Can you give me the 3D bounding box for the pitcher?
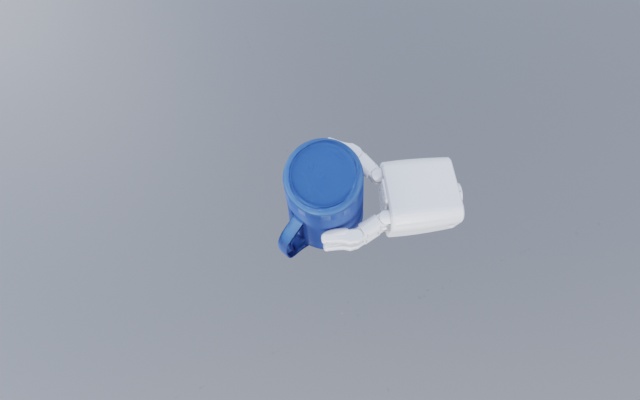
[{"bbox_3d":[0.000,0.002,0.736,0.145,0.149,0.243,-4,-13,1],"label":"pitcher"}]
